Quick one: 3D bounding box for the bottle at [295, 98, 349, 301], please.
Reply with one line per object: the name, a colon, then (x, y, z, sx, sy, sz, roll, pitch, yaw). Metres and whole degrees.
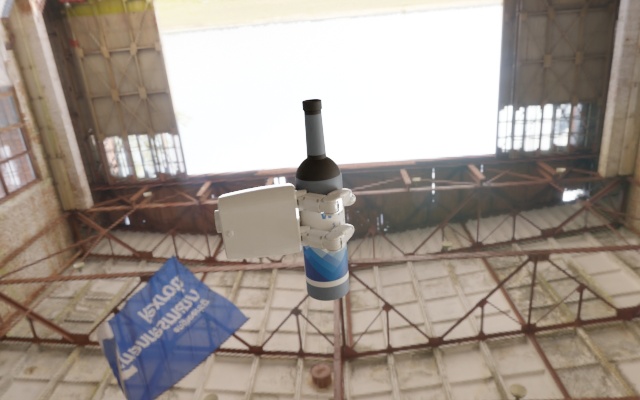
bottle: (0.000, 0.002, 0.693, 0.069, 0.296, 0.069, -4, 21, 2)
